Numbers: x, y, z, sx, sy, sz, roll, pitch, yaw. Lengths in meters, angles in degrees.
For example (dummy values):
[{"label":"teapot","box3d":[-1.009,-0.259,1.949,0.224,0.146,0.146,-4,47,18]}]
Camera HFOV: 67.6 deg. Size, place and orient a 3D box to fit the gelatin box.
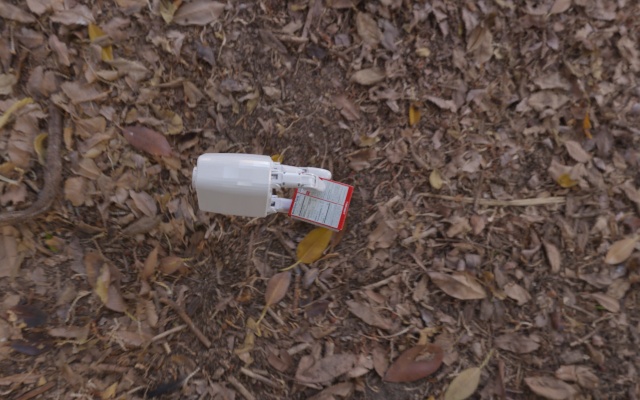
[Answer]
[{"label":"gelatin box","box3d":[0.000,0.002,0.759,0.089,0.073,0.030,16,-10,-1]}]
